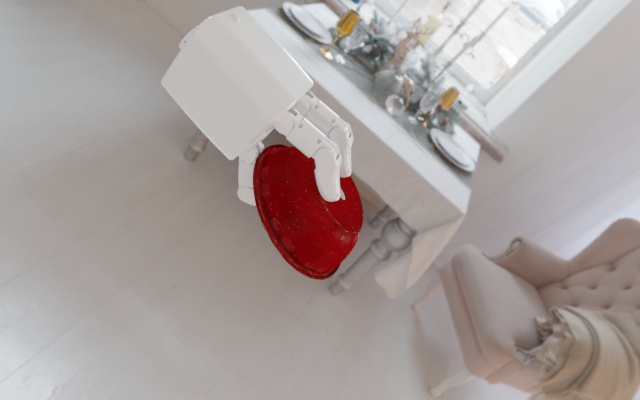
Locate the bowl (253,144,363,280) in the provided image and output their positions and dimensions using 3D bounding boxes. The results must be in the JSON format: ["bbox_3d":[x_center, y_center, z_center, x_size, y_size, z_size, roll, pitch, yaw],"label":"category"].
[{"bbox_3d":[0.001,0.002,0.524,0.055,0.162,0.162,-24,-12,28],"label":"bowl"}]
